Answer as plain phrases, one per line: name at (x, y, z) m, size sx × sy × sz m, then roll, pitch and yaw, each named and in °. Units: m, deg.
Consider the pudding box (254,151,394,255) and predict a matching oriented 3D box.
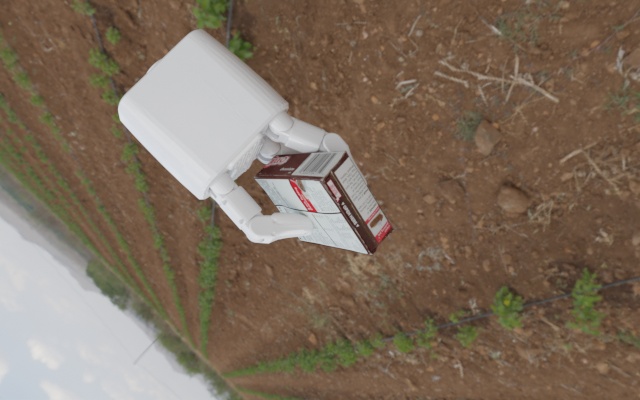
pudding box at (0.000, 0.002, 0.442) m, size 0.039 × 0.090 × 0.113 m, roll -47°, pitch 28°, yaw -23°
